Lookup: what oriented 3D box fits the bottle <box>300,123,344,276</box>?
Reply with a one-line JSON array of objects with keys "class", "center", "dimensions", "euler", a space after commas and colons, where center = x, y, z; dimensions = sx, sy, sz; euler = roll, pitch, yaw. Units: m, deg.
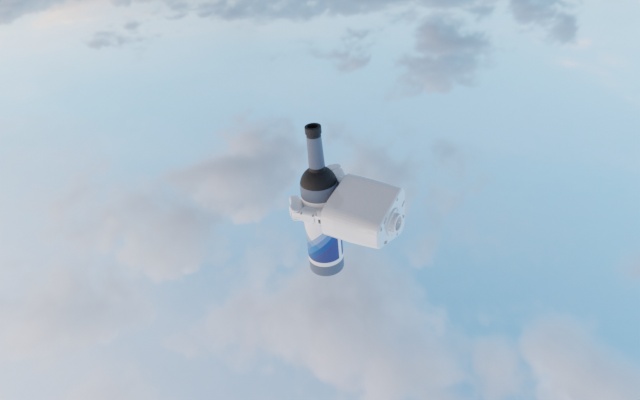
[{"class": "bottle", "center": [0.000, 0.003, 0.849], "dimensions": [0.069, 0.296, 0.069], "euler": [-4, 33, 3]}]
